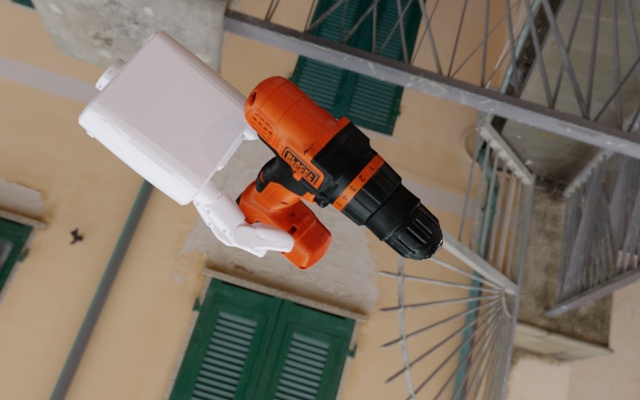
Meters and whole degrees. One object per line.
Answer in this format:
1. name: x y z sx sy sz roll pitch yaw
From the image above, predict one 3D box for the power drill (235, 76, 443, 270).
1. power drill: 0.000 0.001 0.424 0.057 0.184 0.188 -44 -3 -29
